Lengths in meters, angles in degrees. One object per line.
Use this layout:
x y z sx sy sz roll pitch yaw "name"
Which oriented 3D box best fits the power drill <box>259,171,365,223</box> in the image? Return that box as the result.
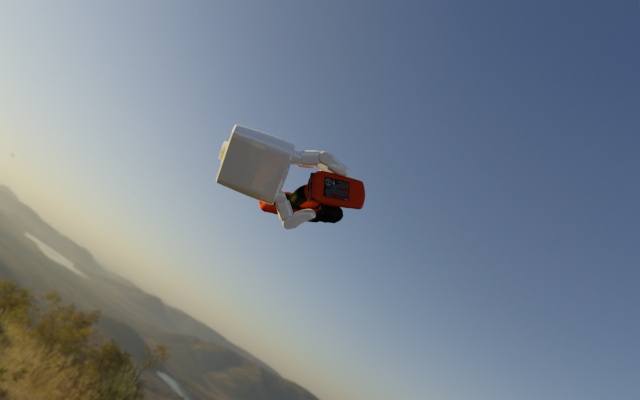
0.000 0.003 0.894 0.184 0.057 0.188 10 -17 -30 "power drill"
